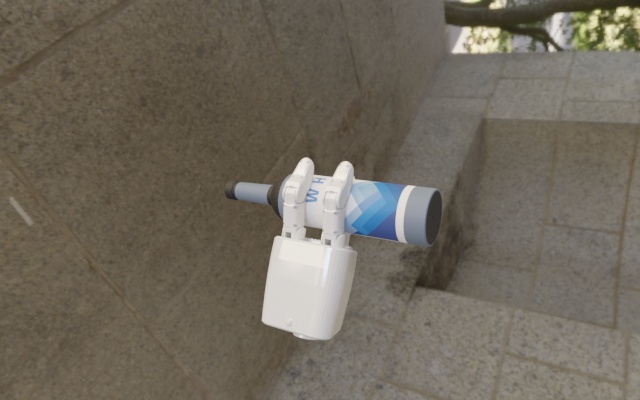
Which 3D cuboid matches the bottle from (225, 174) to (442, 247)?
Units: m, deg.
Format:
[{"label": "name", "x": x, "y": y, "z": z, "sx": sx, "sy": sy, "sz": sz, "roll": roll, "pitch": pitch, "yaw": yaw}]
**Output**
[{"label": "bottle", "x": 0.000, "y": 0.002, "z": 0.608, "sx": 0.295, "sy": 0.069, "sz": 0.069, "roll": 8, "pitch": 4, "yaw": 29}]
